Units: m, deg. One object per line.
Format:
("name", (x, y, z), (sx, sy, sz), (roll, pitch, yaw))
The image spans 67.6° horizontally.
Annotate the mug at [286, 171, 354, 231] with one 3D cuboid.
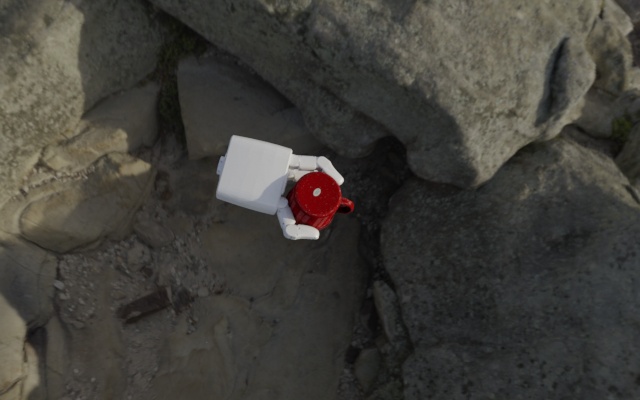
("mug", (0.002, 0.003, 0.824), (0.117, 0.093, 0.081), (13, -19, -7))
